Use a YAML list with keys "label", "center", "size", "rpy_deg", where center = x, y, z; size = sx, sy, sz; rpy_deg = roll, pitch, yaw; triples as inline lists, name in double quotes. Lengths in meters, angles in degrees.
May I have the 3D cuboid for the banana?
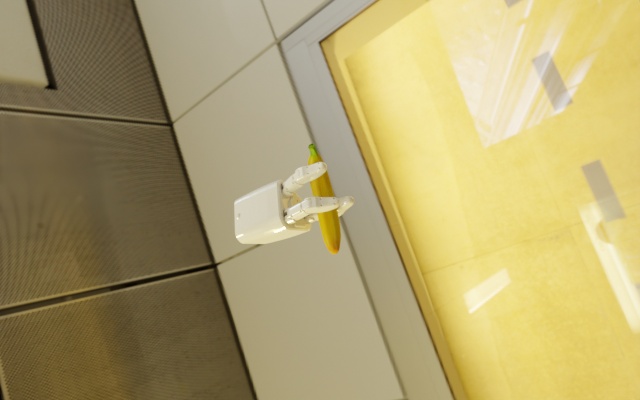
- label: "banana"
  center: [0.004, 0.000, 0.862]
  size: [0.037, 0.198, 0.069]
  rpy_deg: [-16, -6, 15]
